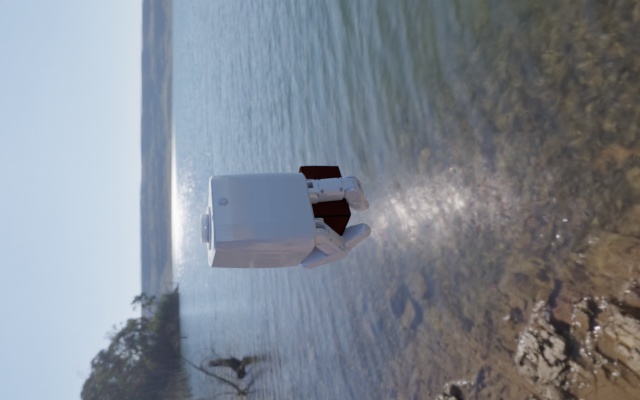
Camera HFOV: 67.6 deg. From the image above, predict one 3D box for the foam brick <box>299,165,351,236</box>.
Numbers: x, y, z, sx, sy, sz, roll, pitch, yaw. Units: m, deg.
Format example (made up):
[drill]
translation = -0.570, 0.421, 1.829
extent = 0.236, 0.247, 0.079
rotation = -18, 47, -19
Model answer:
[foam brick]
translation = 0.000, 0.002, 0.586
extent = 0.051, 0.078, 0.053
rotation = -1, -37, -16
